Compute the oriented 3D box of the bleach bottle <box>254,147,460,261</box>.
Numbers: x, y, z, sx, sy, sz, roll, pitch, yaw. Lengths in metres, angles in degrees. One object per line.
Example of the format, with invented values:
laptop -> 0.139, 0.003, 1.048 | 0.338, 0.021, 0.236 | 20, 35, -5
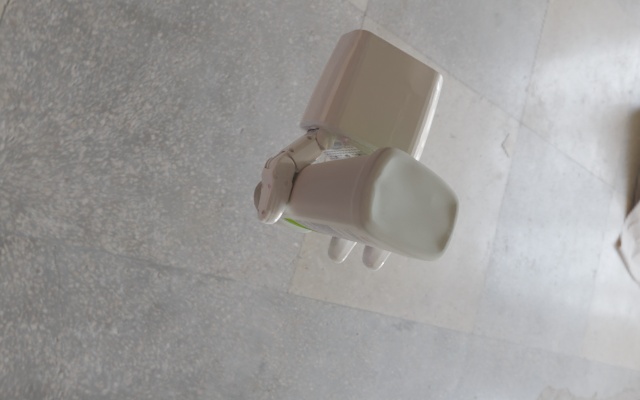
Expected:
bleach bottle -> 0.000, 0.002, 0.448 | 0.102, 0.068, 0.251 | 28, -14, -32
